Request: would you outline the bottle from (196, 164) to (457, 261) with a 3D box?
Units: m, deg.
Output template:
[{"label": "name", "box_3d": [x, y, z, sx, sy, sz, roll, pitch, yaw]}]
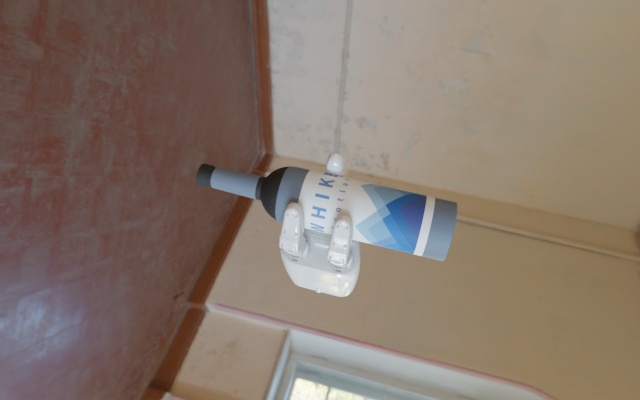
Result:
[{"label": "bottle", "box_3d": [0.000, 0.002, 0.545, 0.295, 0.069, 0.069, 13, 2, 9]}]
